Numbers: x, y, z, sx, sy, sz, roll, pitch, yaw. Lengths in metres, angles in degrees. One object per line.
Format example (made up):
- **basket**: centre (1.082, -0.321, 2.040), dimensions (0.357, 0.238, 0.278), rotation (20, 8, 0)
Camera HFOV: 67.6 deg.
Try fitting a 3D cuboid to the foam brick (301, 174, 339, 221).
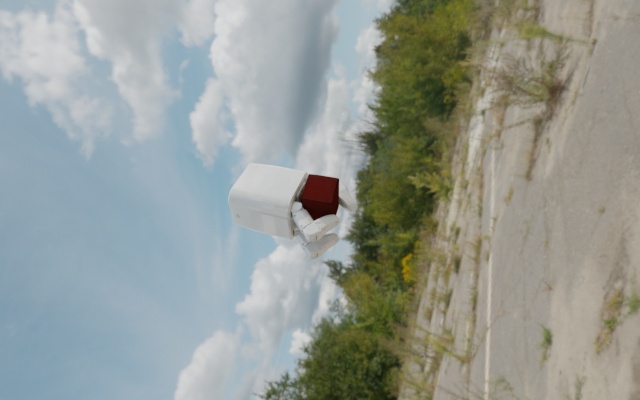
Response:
- **foam brick**: centre (0.000, 0.002, 0.779), dimensions (0.051, 0.053, 0.078), rotation (11, -35, 9)
